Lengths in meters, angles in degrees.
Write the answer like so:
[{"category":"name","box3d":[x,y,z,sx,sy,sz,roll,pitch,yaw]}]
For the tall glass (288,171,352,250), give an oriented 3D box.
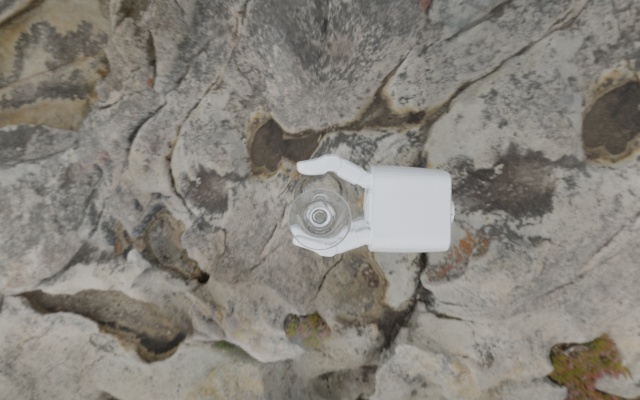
[{"category":"tall glass","box3d":[0.000,0.002,0.651,0.079,0.079,0.201,0,12,0]}]
